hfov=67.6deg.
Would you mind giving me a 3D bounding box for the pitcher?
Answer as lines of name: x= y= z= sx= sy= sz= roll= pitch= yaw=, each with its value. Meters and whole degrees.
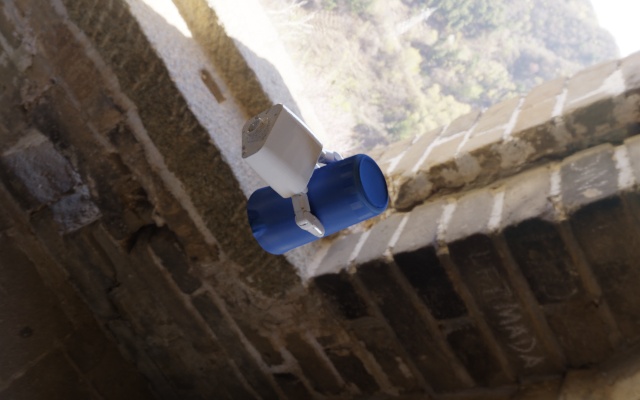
pitcher: x=0.000 y=0.003 z=0.864 sx=0.243 sy=0.149 sz=0.145 roll=-20 pitch=-47 yaw=33
